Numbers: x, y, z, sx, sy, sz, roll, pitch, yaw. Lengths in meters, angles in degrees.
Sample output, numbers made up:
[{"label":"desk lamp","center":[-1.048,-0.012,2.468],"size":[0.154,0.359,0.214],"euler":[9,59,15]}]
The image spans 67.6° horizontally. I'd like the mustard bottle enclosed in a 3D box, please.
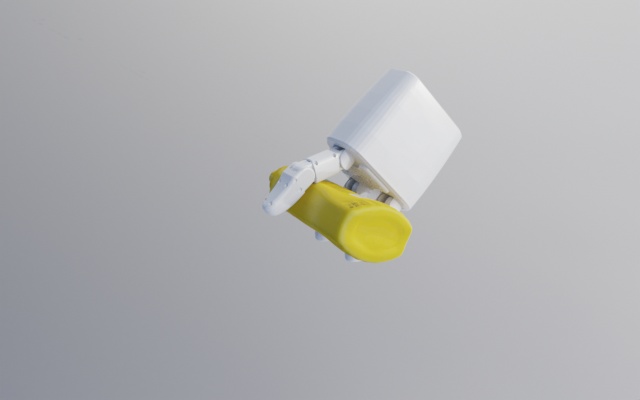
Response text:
[{"label":"mustard bottle","center":[0.000,0.002,0.512],"size":[0.096,0.058,0.191],"euler":[14,11,-41]}]
